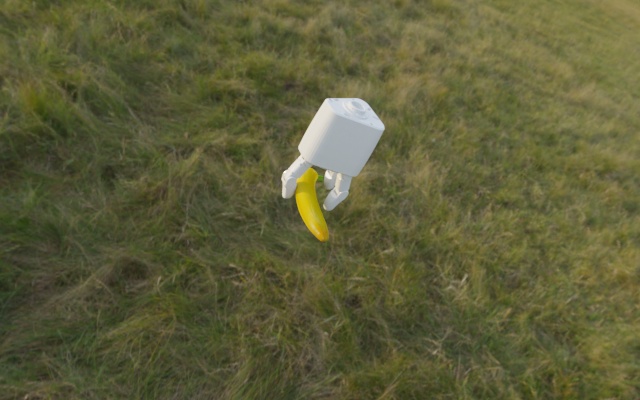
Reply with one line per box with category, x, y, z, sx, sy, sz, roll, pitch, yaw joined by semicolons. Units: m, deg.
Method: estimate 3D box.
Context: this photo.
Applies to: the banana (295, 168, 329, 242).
banana;-0.016;-0.007;0.878;0.069;0.037;0.197;25;33;-19
